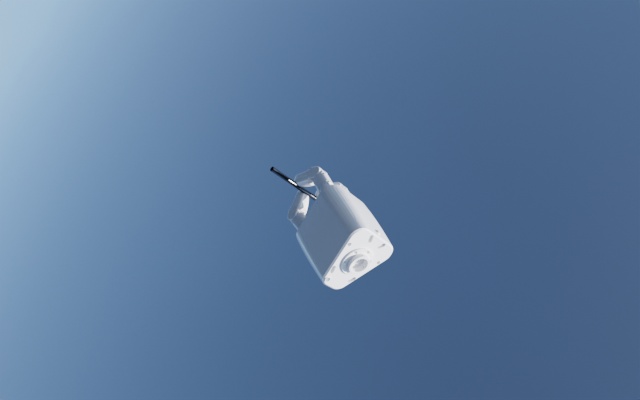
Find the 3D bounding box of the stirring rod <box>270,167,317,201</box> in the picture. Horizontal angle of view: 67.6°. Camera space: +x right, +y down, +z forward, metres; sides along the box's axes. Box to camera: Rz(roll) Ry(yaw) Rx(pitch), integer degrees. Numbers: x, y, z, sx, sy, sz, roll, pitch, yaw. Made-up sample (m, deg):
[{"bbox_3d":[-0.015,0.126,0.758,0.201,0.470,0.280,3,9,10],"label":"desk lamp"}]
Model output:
[{"bbox_3d":[0.000,0.003,0.821,0.011,0.011,0.240,0,-26,44],"label":"stirring rod"}]
